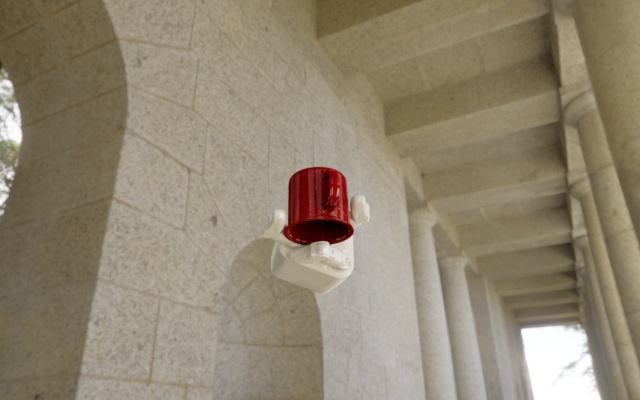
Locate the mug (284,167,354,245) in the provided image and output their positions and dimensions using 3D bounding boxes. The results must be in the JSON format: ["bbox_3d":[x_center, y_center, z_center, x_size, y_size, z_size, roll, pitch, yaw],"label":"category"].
[{"bbox_3d":[0.000,0.001,0.636,0.093,0.081,0.117,6,-28,-14],"label":"mug"}]
